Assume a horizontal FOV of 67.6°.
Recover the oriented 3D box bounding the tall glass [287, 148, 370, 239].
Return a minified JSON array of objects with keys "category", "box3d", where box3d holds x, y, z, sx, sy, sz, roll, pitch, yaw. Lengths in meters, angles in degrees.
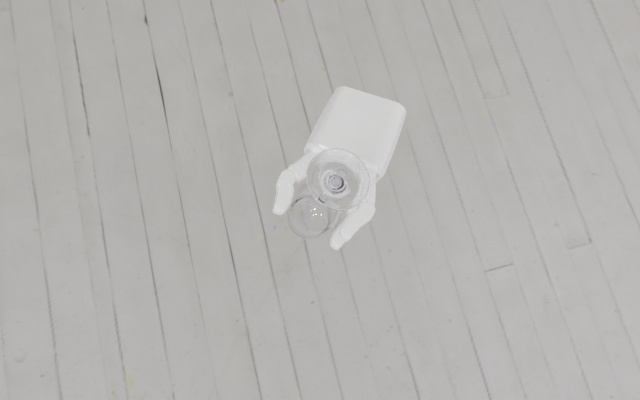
[{"category":"tall glass","box3d":[0.000,0.002,0.632,0.079,0.079,0.201,0,-16,-12]}]
